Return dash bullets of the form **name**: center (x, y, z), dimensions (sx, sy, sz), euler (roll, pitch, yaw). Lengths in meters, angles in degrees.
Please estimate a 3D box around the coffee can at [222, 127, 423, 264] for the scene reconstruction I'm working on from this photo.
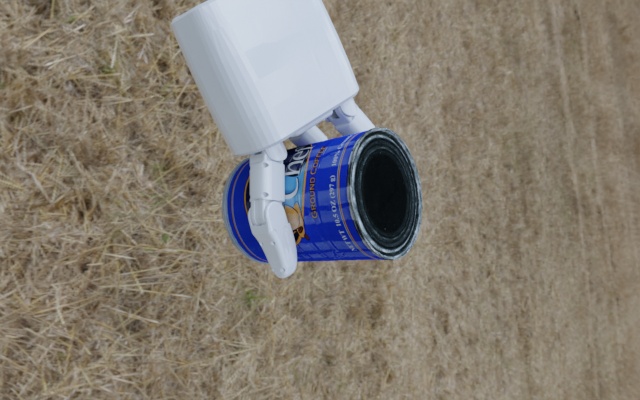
- **coffee can**: center (0.000, 0.002, 0.408), dimensions (0.140, 0.103, 0.103), euler (-7, -5, 40)
